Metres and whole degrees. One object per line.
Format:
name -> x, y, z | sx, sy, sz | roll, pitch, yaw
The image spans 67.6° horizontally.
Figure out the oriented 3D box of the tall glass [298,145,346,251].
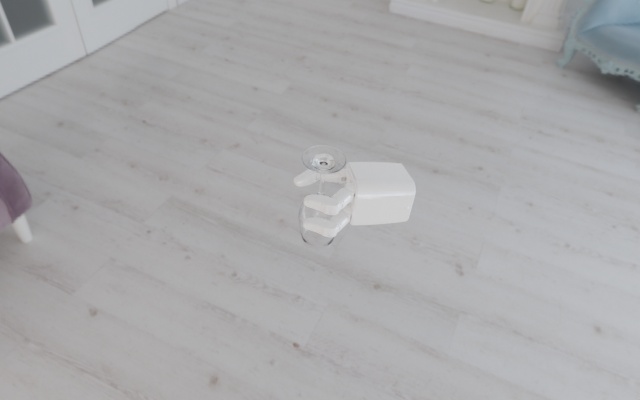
tall glass -> 0.000, 0.002, 0.859 | 0.079, 0.201, 0.079 | 3, 44, -3
